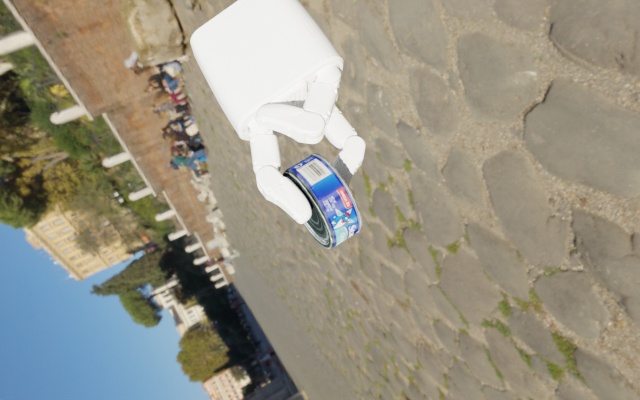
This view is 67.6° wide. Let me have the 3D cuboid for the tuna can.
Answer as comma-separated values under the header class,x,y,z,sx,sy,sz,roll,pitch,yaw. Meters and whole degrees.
class,x,y,z,sx,sy,sz,roll,pitch,yaw
tuna can,0.000,0.002,0.445,0.033,0.086,0.086,-31,9,-16
